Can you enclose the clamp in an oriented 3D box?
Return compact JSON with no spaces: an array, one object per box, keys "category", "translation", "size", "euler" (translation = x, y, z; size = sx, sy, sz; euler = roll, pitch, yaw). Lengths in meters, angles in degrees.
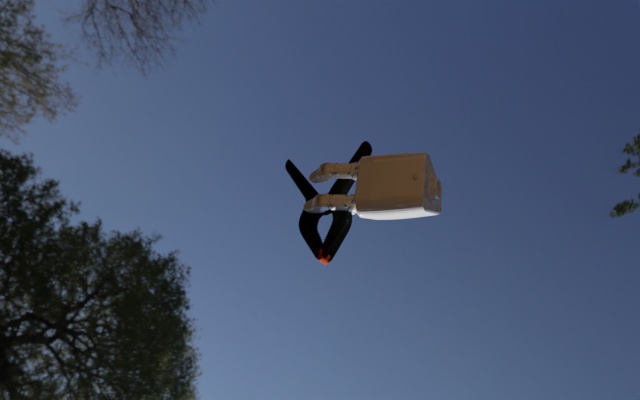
[{"category":"clamp","translation":[0.001,0.003,0.803],"size":[0.164,0.210,0.036],"euler":[-4,-25,29]}]
